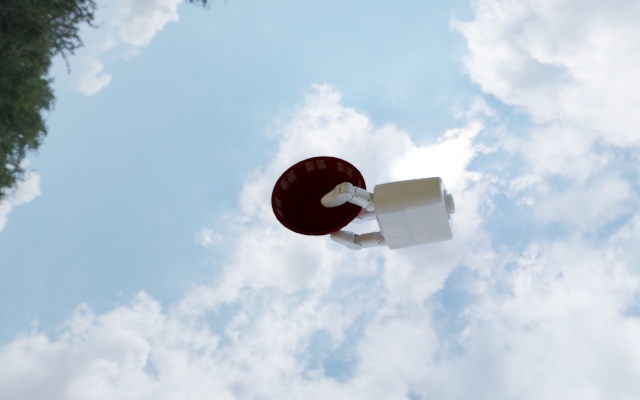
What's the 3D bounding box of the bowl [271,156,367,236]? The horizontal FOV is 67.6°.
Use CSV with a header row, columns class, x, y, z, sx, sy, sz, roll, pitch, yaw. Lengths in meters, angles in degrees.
class,x,y,z,sx,sy,sz,roll,pitch,yaw
bowl,-0.001,0.003,0.811,0.162,0.162,0.055,0,-34,11
